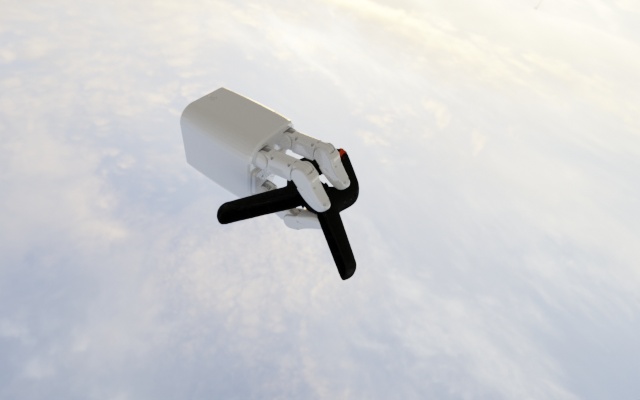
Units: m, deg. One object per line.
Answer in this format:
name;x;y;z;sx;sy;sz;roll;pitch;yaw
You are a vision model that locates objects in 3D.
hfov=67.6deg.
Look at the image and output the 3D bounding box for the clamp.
clamp;0.000;0.002;0.581;0.164;0.036;0.210;29;41;12
